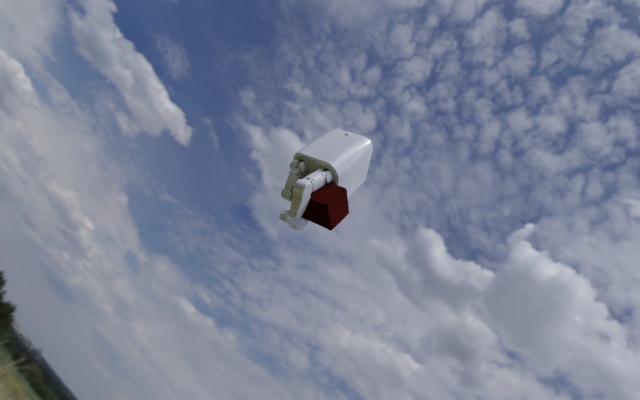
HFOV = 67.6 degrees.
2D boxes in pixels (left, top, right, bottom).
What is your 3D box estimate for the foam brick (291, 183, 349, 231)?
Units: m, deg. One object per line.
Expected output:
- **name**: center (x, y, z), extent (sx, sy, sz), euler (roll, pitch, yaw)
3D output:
- **foam brick**: center (0.000, 0.003, 0.766), extent (0.078, 0.053, 0.051), euler (23, 46, 35)
